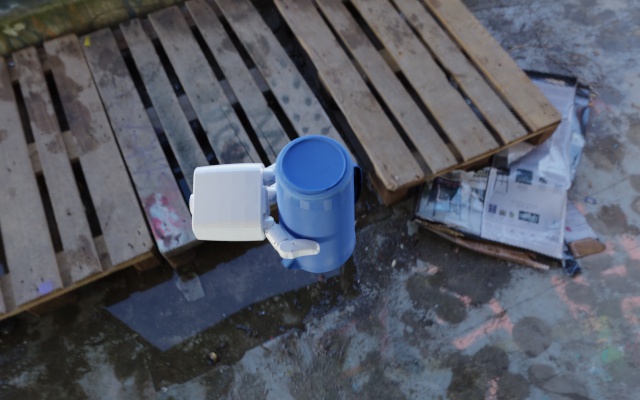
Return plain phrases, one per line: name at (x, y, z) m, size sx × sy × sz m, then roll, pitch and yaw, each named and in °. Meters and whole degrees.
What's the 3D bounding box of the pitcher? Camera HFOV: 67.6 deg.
pitcher at (0.000, 0.003, 0.751) m, size 0.145 × 0.149 × 0.243 m, roll -2°, pitch -29°, yaw 0°
